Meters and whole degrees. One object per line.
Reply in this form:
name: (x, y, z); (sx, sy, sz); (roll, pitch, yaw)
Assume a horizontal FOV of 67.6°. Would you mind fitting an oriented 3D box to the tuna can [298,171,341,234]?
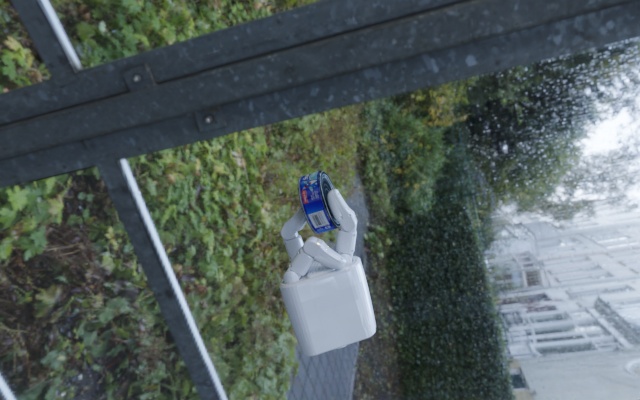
tuna can: (0.001, 0.002, 0.671); (0.034, 0.086, 0.086); (-17, -4, 14)
